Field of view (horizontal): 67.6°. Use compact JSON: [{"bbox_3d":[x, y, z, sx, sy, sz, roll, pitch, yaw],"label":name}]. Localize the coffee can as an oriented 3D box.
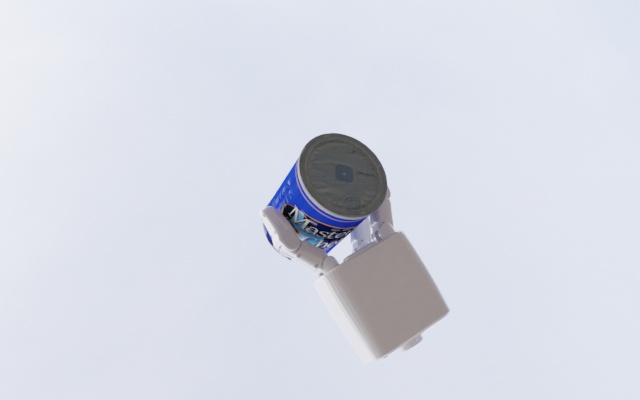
[{"bbox_3d":[0.000,0.002,0.561,0.103,0.102,0.140,0,-26,-24],"label":"coffee can"}]
